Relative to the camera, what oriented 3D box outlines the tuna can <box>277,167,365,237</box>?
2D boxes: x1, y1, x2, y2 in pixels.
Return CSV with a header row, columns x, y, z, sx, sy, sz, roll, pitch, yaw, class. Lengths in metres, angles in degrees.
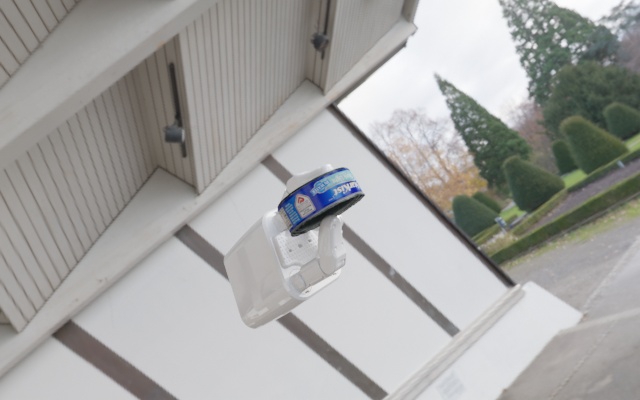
x,y,z,sx,sy,sz,roll,pitch,yaw,class
0.000,0.001,0.485,0.086,0.033,0.086,-29,-9,-5,tuna can
